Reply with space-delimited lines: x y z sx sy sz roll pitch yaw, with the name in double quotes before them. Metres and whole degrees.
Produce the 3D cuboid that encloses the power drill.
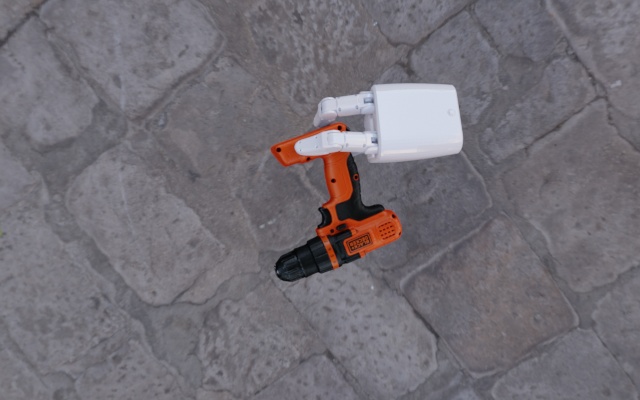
"power drill" 0.000 0.002 0.646 0.184 0.188 0.057 -22 11 -8
